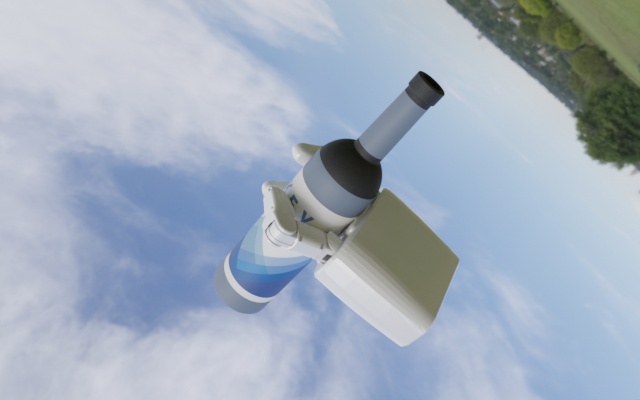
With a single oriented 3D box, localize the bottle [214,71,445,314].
[{"bbox_3d":[0.000,0.002,0.444,0.069,0.069,0.296,0,-39,-49],"label":"bottle"}]
